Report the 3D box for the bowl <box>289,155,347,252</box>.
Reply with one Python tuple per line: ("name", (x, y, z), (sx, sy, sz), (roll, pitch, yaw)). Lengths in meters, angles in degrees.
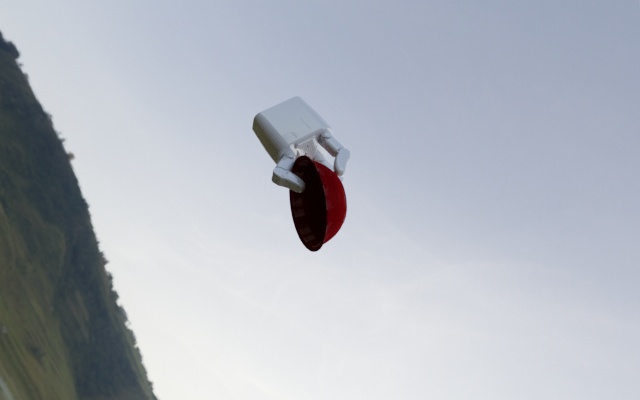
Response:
("bowl", (0.001, 0.004, 0.801), (0.055, 0.162, 0.162), (-7, 3, -23))
